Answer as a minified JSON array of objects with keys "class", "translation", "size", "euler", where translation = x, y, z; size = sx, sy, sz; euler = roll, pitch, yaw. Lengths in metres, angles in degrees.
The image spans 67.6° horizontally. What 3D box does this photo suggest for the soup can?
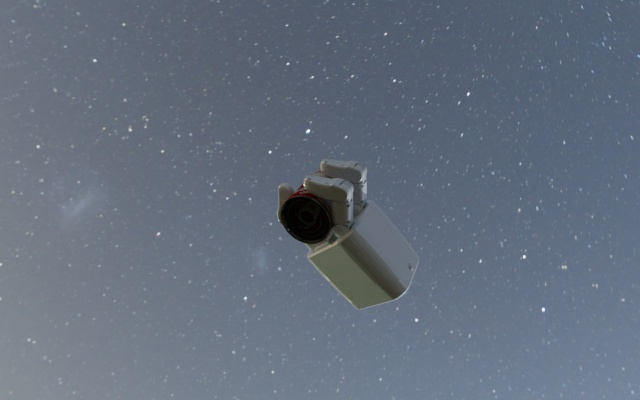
[{"class":"soup can","translation":[0.000,0.002,0.630],"size":[0.068,0.068,0.102],"euler":[0,27,25]}]
